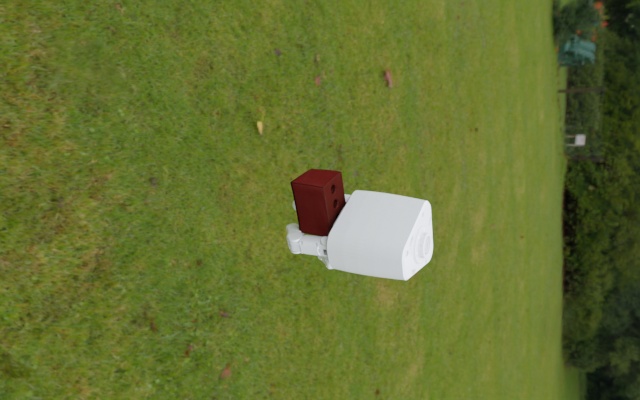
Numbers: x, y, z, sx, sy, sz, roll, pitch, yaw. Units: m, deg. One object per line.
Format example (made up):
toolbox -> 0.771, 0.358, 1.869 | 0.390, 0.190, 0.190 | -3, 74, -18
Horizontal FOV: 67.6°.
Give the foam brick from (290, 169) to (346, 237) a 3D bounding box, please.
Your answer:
foam brick -> 0.000, 0.002, 0.648 | 0.051, 0.078, 0.053 | 7, 31, 32
